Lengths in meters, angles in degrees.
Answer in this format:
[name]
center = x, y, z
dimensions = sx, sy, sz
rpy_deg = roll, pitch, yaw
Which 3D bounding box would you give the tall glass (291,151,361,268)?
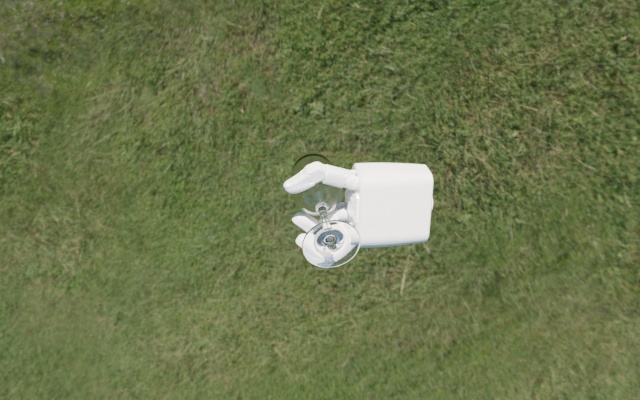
[tall glass]
center = 0.000, 0.003, 0.677
dimensions = 0.079, 0.079, 0.201
rpy_deg = 0, 33, -10
